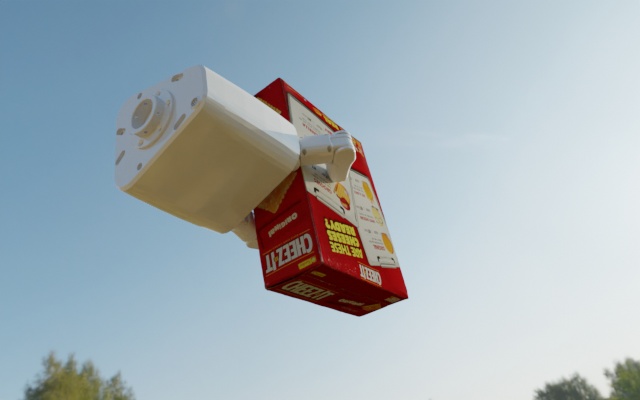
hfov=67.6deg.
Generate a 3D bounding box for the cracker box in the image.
[{"bbox_3d":[0.000,0.001,0.503,0.072,0.213,0.164,-29,-34,25],"label":"cracker box"}]
